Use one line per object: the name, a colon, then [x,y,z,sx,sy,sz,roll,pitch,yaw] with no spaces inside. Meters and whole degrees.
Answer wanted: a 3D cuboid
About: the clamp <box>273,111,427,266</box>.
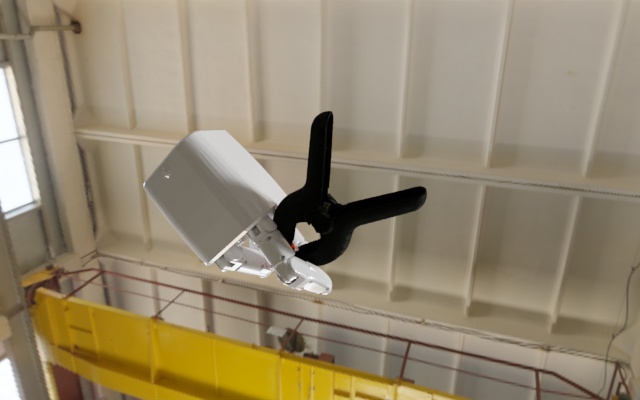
clamp: [0.000,0.001,0.452,0.171,0.120,0.039,-40,2,29]
